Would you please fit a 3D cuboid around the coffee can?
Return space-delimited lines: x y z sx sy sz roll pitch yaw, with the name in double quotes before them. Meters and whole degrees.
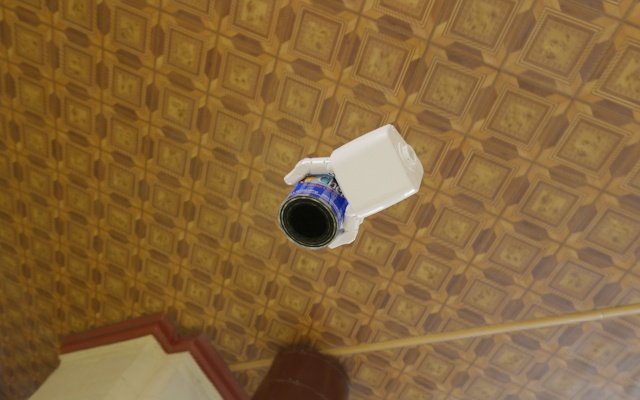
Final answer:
"coffee can" 0.000 0.003 0.815 0.103 0.103 0.140 0 28 20
